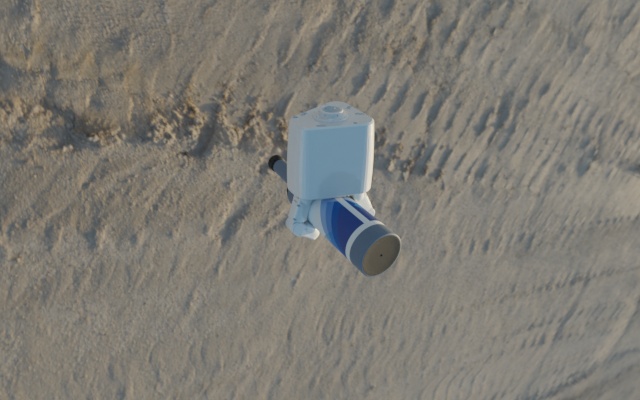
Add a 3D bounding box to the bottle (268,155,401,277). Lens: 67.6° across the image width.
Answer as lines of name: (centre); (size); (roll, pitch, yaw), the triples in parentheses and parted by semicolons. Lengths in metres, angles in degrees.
bottle: (0.000, 0.003, 0.715); (0.069, 0.069, 0.295); (0, 28, -37)
